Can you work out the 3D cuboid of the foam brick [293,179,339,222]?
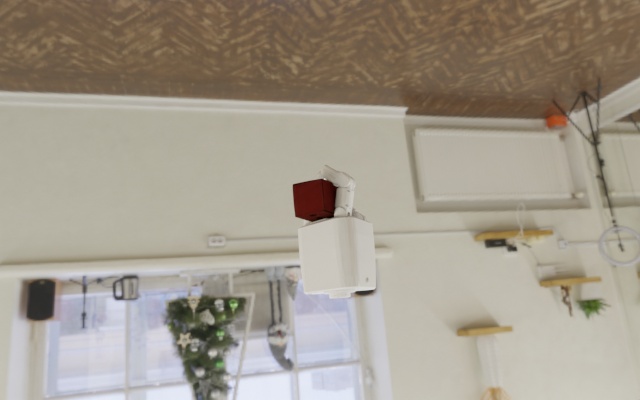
[{"bbox_3d":[0.000,0.002,0.735,0.053,0.051,0.078,-11,-16,28],"label":"foam brick"}]
